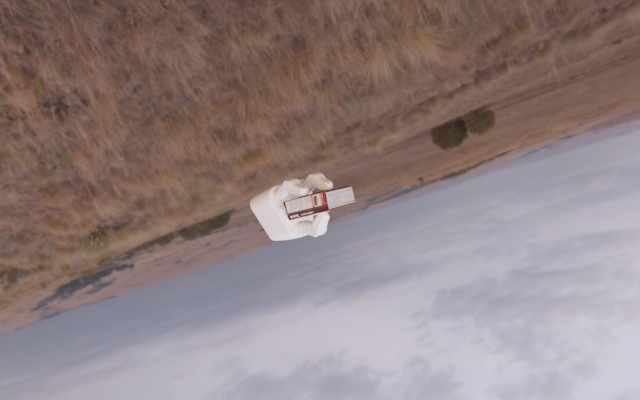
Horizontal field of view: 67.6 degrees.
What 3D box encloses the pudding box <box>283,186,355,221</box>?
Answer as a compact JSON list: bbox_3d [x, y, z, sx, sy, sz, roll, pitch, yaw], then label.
[{"bbox_3d":[0.000,0.003,0.876,0.090,0.039,0.113,-15,2,29],"label":"pudding box"}]
